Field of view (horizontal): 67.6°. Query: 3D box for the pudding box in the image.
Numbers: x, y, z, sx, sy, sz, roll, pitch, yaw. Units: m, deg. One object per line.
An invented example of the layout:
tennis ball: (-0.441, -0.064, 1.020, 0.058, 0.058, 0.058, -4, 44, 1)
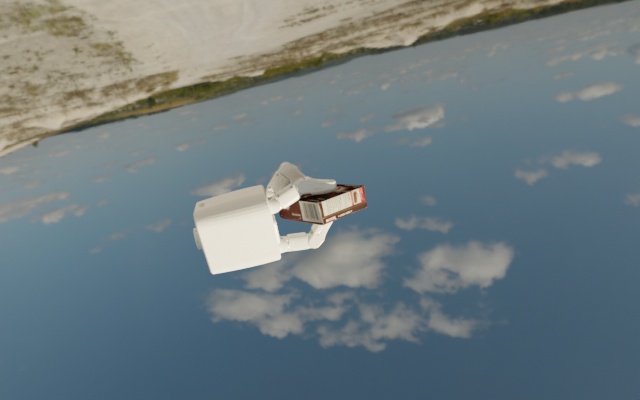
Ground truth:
pudding box: (0.000, 0.003, 0.725, 0.090, 0.039, 0.113, -21, 19, -35)
